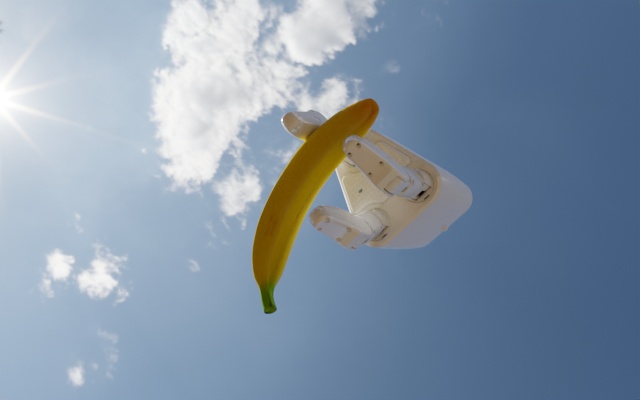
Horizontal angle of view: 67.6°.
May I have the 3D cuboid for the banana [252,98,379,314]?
[{"bbox_3d":[-0.014,-0.003,0.418,0.069,0.198,0.037,30,7,40],"label":"banana"}]
